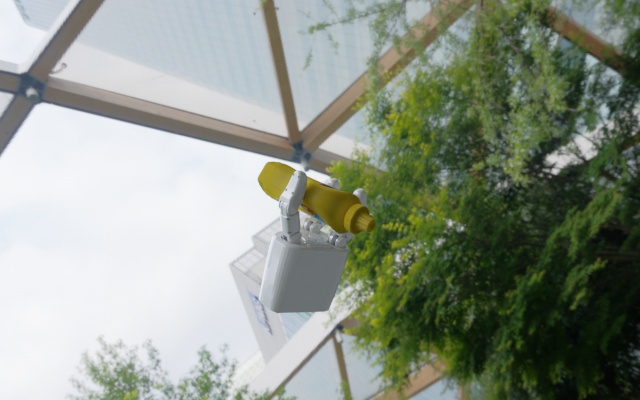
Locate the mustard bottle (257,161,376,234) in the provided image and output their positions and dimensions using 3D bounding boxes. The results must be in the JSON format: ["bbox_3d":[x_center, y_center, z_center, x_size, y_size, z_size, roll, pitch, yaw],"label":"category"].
[{"bbox_3d":[0.000,0.002,0.687,0.191,0.058,0.096,26,-7,39],"label":"mustard bottle"}]
